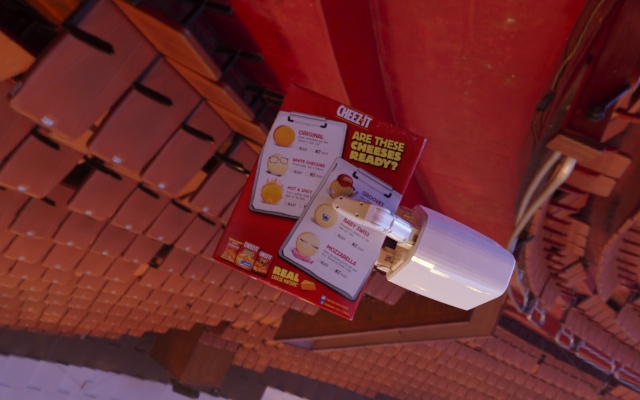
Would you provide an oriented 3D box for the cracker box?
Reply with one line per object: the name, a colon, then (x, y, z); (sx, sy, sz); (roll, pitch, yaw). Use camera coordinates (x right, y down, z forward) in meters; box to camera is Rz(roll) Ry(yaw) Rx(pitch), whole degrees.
cracker box: (0.000, 0.002, 0.540); (0.164, 0.213, 0.072); (23, -8, 1)
